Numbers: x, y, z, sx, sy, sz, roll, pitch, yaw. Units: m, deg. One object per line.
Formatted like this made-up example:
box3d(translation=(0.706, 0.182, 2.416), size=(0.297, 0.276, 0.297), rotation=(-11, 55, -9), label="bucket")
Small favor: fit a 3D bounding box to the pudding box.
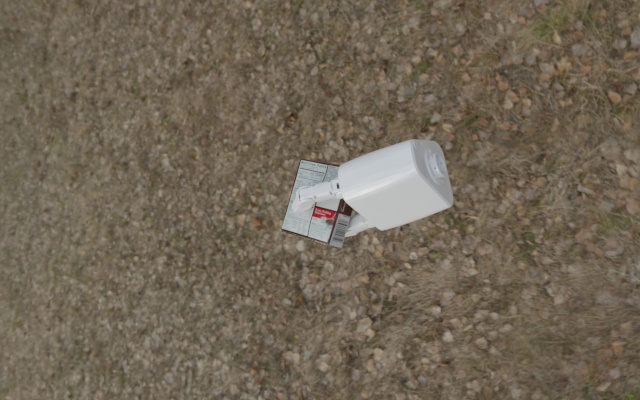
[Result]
box3d(translation=(0.000, 0.002, 0.680), size=(0.090, 0.113, 0.039), rotation=(14, -4, 36), label="pudding box")
